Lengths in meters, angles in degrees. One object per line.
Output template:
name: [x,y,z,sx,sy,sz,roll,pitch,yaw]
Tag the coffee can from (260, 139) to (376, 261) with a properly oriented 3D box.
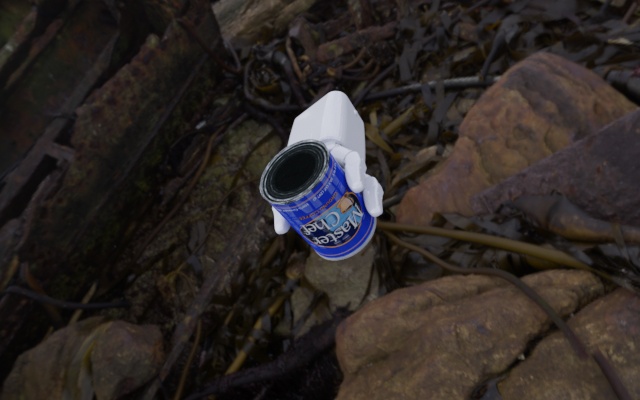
coffee can: [0.000,0.002,0.641,0.103,0.102,0.140,0,-35,36]
